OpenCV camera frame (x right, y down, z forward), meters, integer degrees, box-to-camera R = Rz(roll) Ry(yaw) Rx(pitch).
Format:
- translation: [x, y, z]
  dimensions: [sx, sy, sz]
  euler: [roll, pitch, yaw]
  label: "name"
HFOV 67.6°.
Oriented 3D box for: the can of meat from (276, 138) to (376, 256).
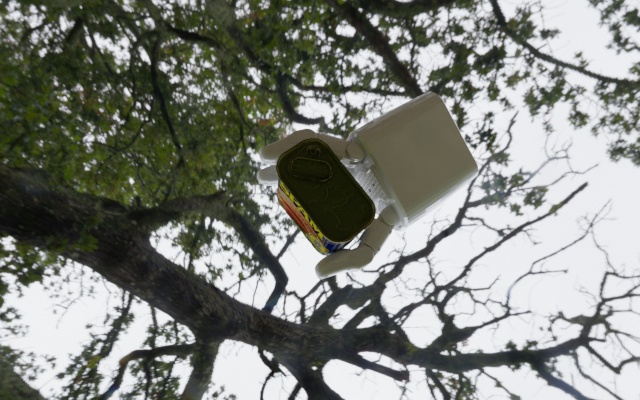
- translation: [0.000, 0.002, 0.474]
  dimensions: [0.057, 0.102, 0.084]
  euler: [-36, -10, -16]
  label: "can of meat"
